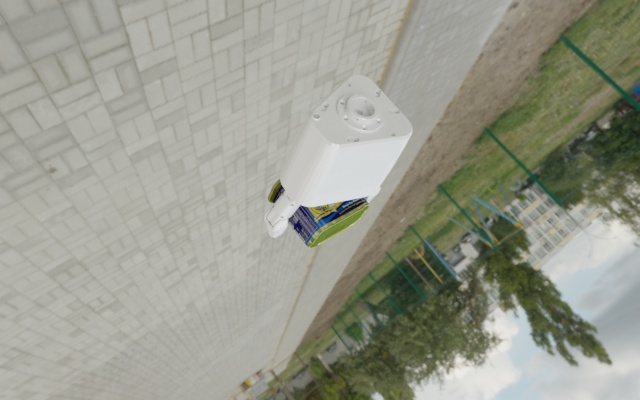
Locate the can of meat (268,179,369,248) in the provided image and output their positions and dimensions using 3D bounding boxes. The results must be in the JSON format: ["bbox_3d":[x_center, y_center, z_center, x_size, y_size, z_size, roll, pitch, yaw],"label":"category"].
[{"bbox_3d":[0.000,0.002,0.600,0.102,0.084,0.057,-27,-20,-35],"label":"can of meat"}]
